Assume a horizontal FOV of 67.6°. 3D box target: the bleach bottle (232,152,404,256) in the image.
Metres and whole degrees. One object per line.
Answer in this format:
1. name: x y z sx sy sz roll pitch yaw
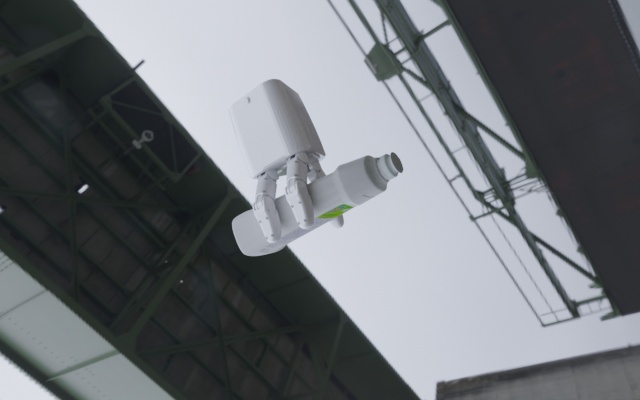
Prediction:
1. bleach bottle: 0.000 0.002 0.643 0.251 0.068 0.102 -27 -10 31
